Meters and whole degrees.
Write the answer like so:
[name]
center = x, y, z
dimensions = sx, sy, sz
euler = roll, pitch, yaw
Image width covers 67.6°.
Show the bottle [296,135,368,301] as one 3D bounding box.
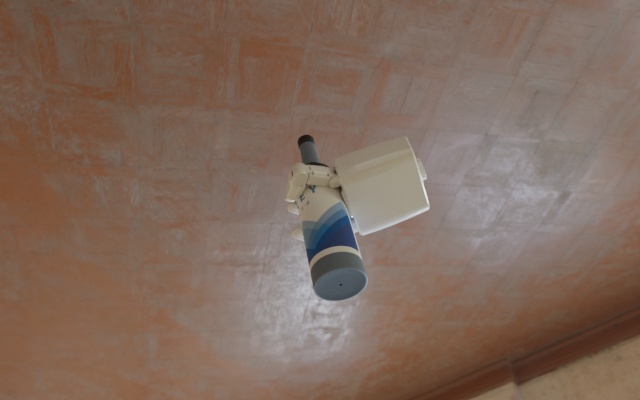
[bottle]
center = 0.000, 0.002, 0.677
dimensions = 0.069, 0.069, 0.295
euler = 0, 43, -13
